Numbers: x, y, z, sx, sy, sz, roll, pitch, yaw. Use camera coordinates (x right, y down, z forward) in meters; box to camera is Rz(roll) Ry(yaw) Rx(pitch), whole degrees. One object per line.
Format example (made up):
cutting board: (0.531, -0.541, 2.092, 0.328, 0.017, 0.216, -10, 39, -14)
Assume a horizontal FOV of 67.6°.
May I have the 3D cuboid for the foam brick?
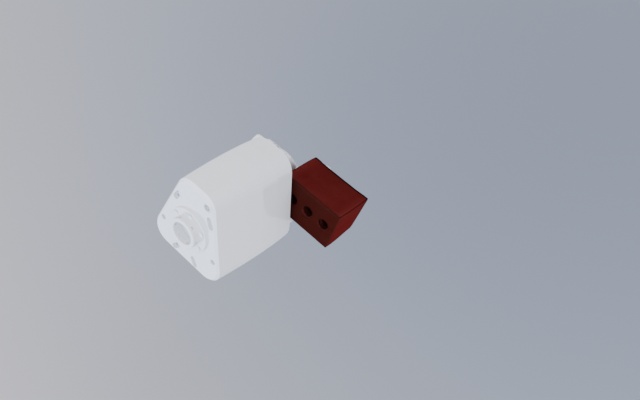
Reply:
foam brick: (0.000, 0.002, 0.523, 0.078, 0.053, 0.051, 39, 44, 15)
